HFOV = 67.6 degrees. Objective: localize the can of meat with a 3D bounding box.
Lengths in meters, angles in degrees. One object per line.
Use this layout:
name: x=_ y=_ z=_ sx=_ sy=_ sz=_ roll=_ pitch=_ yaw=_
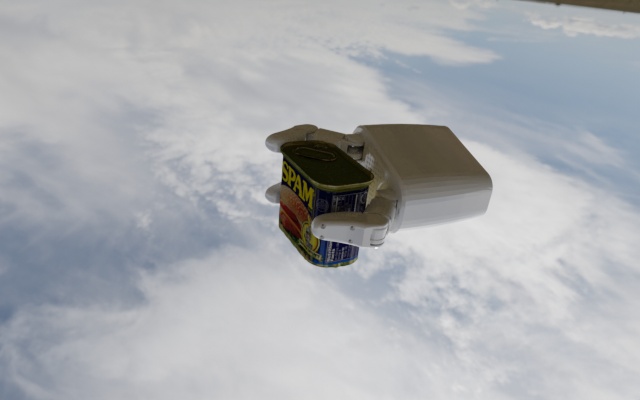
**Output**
can of meat: x=0.000 y=0.002 z=0.440 sx=0.057 sy=0.084 sz=0.102 roll=-8 pitch=30 yaw=-26
